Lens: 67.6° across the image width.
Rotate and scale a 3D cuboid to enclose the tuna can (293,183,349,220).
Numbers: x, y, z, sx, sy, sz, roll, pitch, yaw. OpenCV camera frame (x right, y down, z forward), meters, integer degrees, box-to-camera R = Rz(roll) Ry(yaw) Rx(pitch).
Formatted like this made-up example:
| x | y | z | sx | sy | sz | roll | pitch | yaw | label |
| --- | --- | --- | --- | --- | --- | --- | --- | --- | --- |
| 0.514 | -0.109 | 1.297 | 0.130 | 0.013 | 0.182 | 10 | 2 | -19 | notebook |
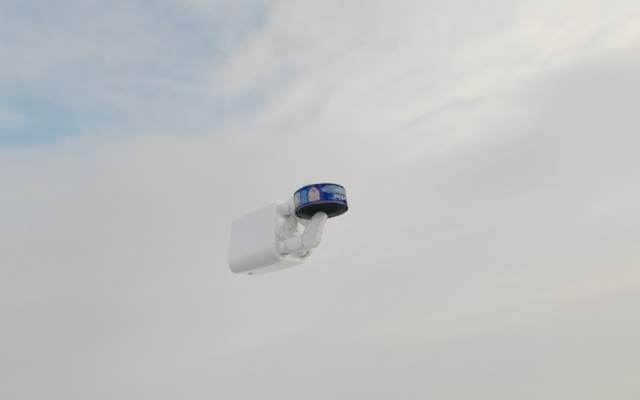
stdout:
| x | y | z | sx | sy | sz | roll | pitch | yaw | label |
| --- | --- | --- | --- | --- | --- | --- | --- | --- | --- |
| 0.000 | 0.002 | 0.756 | 0.086 | 0.033 | 0.086 | -6 | -19 | -2 | tuna can |
